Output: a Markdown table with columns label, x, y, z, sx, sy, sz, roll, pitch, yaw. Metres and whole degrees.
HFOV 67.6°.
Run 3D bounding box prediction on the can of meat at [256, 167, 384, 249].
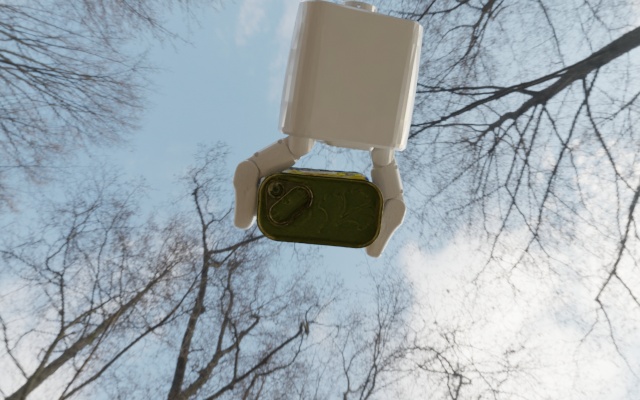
| label | x | y | z | sx | sy | sz | roll | pitch | yaw |
| --- | --- | --- | --- | --- | --- | --- | --- | --- | --- |
| can of meat | 0.000 | 0.001 | 0.425 | 0.102 | 0.057 | 0.084 | 5 | 10 | 0 |
